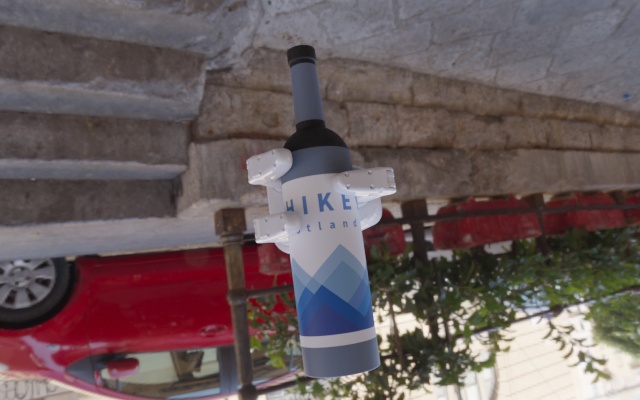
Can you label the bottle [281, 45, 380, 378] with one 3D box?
[{"bbox_3d":[0.000,0.002,0.435,0.069,0.295,0.069,-7,-8,-1],"label":"bottle"}]
